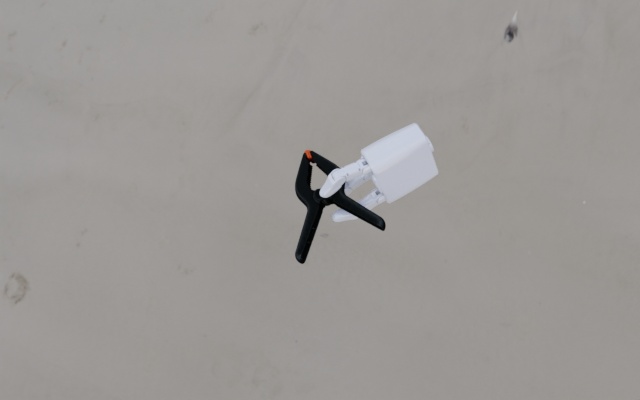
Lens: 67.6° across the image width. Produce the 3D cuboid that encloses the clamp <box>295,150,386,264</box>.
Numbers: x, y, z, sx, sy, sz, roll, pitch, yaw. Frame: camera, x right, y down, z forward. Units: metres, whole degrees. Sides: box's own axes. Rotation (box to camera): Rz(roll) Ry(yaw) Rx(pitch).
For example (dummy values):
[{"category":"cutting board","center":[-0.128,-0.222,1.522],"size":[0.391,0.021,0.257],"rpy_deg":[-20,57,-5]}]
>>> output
[{"category":"clamp","center":[0.000,0.002,0.854],"size":[0.164,0.210,0.036],"rpy_deg":[-29,-28,3]}]
